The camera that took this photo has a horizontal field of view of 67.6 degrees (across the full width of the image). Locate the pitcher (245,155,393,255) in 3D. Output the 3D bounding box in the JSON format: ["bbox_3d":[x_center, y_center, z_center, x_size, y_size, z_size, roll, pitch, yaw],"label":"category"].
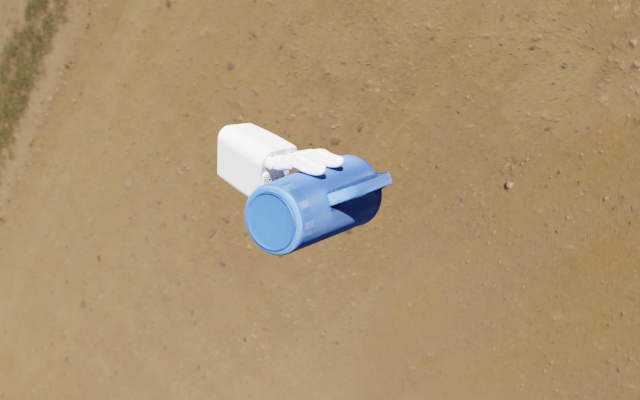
[{"bbox_3d":[0.000,0.003,0.781,0.145,0.149,0.243,33,28,22],"label":"pitcher"}]
